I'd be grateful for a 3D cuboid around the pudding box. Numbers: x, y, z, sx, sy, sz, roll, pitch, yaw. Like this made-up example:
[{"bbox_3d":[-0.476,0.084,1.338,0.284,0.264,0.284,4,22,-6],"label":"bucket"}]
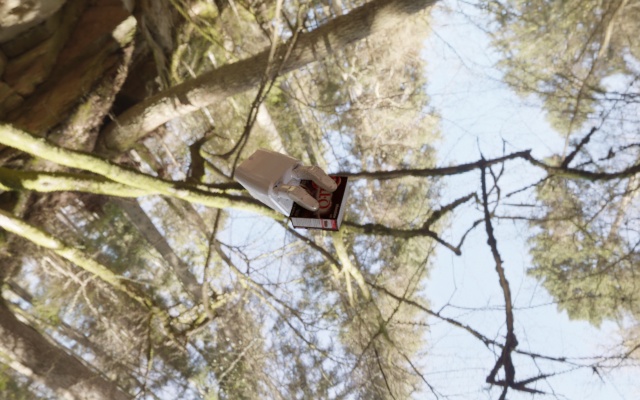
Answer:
[{"bbox_3d":[0.000,0.003,0.879,0.090,0.113,0.039,2,-41,15],"label":"pudding box"}]
